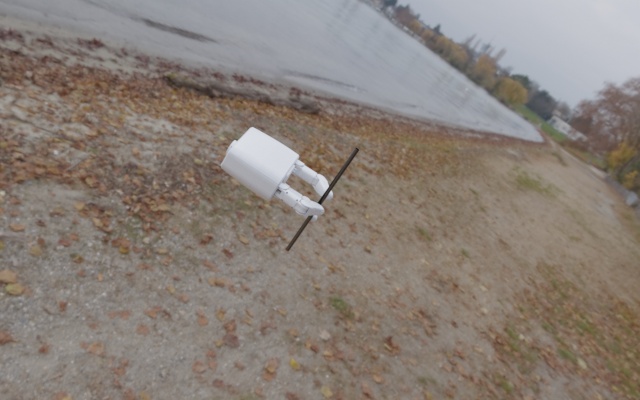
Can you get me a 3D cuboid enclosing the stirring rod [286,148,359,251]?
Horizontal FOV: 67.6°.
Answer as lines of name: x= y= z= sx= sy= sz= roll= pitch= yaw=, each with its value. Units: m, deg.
stirring rod: x=0.000 y=0.003 z=0.869 sx=0.011 sy=0.240 sz=0.011 roll=29 pitch=23 yaw=-14
